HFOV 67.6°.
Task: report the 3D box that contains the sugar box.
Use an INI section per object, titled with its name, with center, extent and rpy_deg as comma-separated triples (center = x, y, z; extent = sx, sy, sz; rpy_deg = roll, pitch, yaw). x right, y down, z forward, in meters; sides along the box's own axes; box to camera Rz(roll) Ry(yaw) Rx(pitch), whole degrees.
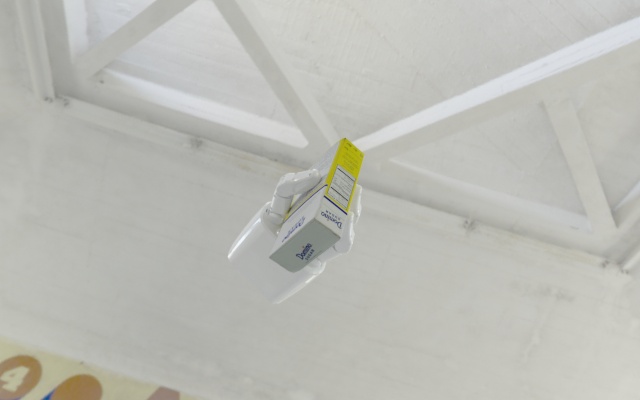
[sugar box]
center = 0.000, 0.002, 0.601
extent = 0.048, 0.176, 0.093
rpy_deg = 36, -51, -16
